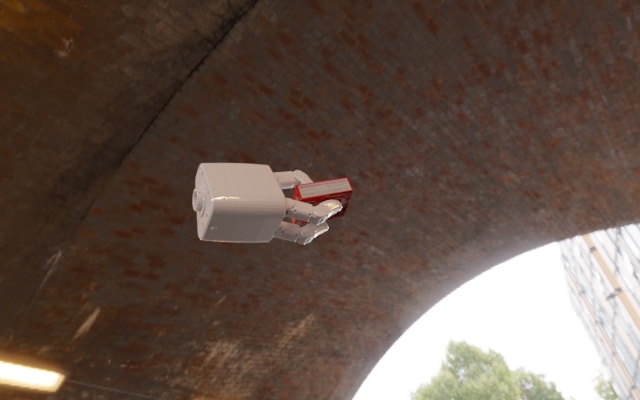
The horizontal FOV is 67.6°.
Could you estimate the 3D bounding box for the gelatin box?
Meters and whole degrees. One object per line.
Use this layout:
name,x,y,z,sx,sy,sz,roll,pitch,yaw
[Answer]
gelatin box,0.000,0.002,0.749,0.089,0.030,0.073,-10,-33,-19
